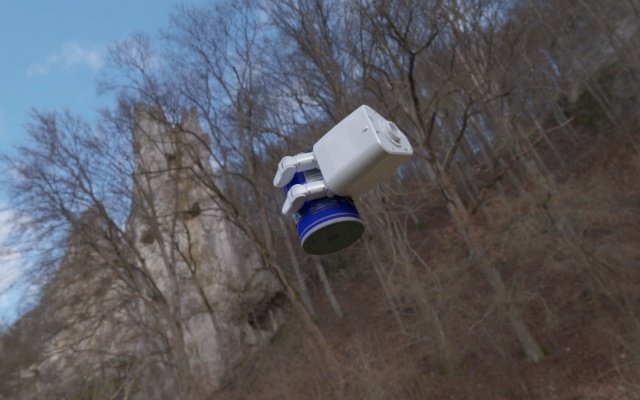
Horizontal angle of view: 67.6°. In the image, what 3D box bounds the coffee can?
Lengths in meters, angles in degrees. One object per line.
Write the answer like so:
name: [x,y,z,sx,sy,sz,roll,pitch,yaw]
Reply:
coffee can: [0.000,0.003,0.775,0.103,0.140,0.103,-15,-30,-9]
